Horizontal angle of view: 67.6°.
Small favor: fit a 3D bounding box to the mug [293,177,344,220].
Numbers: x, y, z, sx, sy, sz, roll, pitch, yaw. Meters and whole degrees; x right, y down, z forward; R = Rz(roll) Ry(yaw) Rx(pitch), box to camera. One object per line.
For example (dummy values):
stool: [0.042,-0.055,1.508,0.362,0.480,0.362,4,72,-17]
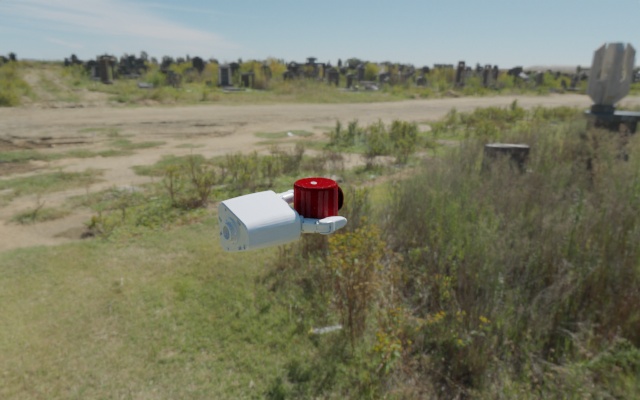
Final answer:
mug: [0.001,0.002,0.888,0.117,0.081,0.093,-14,22,-39]
